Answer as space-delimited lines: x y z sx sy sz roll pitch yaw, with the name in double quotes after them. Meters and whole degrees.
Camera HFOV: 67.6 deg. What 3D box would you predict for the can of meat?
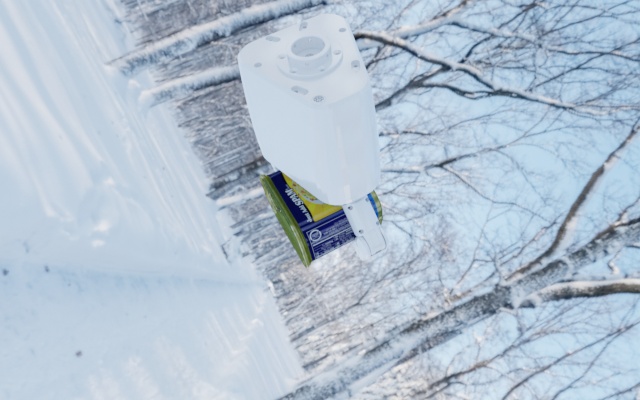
0.000 0.001 0.460 0.084 0.057 0.102 -26 49 -10 "can of meat"
